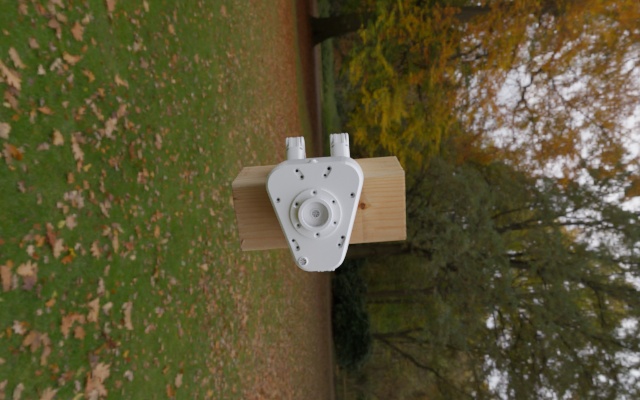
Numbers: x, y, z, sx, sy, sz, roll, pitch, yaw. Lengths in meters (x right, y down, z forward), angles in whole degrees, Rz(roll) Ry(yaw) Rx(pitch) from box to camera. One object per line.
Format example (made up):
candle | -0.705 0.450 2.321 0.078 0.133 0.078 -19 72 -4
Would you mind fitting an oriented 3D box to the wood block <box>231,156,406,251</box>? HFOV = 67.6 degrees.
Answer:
wood block | 0.000 0.002 0.617 0.206 0.091 0.090 -4 18 2
